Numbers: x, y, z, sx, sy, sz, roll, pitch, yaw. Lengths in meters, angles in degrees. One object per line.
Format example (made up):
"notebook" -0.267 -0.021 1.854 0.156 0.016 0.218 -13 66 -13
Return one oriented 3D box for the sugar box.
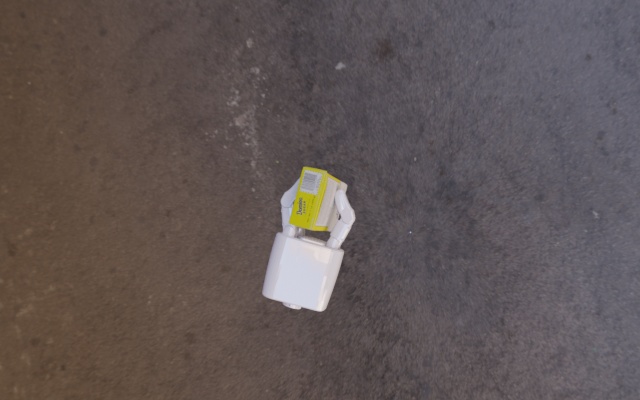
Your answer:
"sugar box" 0.000 0.003 0.801 0.048 0.093 0.176 15 -1 11
